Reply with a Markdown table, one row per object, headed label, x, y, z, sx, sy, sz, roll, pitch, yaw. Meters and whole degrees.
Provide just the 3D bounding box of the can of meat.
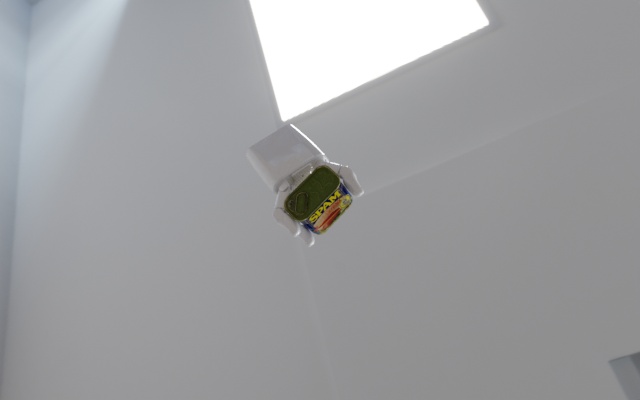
| label | x | y | z | sx | sy | sz | roll | pitch | yaw |
| --- | --- | --- | --- | --- | --- | --- | --- | --- | --- |
| can of meat | 0.000 | 0.003 | 0.814 | 0.057 | 0.102 | 0.084 | 44 | -1 | 31 |
